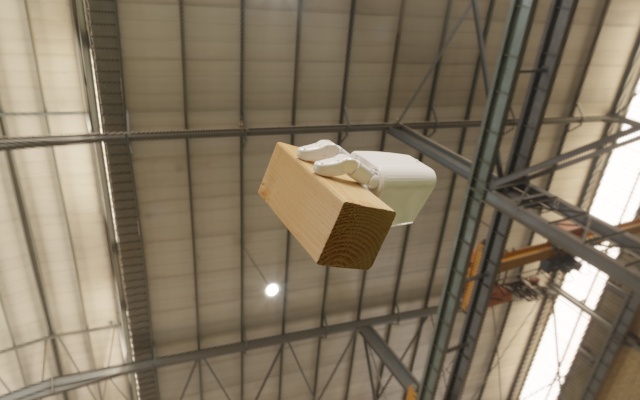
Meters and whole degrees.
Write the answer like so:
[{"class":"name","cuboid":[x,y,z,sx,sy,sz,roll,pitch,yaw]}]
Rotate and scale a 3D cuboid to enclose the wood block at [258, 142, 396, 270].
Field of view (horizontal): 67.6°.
[{"class":"wood block","cuboid":[0.000,0.002,0.675,0.090,0.091,0.206,11,20,-34]}]
